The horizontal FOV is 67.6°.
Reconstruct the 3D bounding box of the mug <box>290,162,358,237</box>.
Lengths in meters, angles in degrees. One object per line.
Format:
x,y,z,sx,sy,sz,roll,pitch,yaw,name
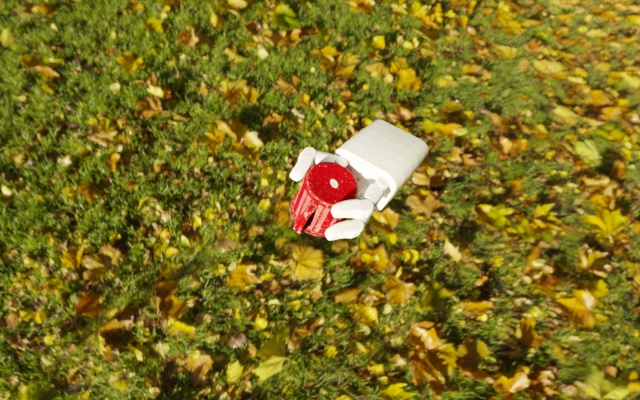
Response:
-0.001,0.003,0.715,0.117,0.093,0.081,-44,-12,-33,mug
